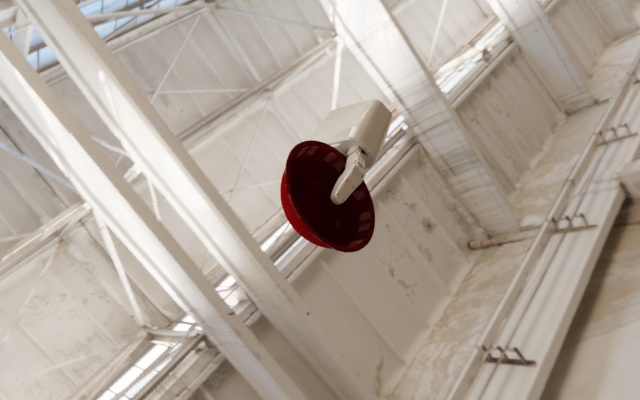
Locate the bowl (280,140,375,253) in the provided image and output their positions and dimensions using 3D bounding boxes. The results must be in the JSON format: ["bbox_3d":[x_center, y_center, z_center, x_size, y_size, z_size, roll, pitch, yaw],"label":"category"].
[{"bbox_3d":[-0.001,0.003,0.641,0.055,0.162,0.162,-31,-20,38],"label":"bowl"}]
